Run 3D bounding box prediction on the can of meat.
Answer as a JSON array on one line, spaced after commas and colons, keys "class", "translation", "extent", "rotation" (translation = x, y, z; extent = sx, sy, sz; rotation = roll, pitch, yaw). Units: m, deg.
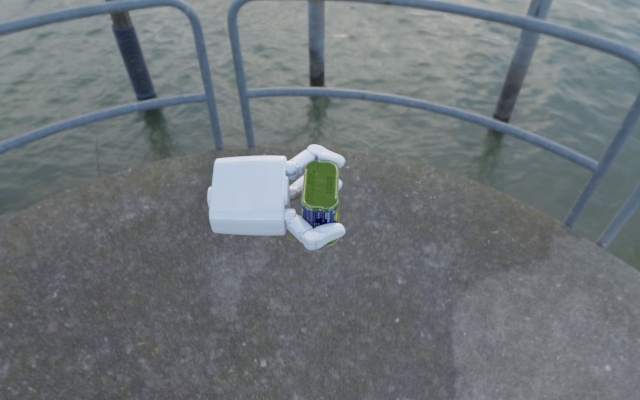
[{"class": "can of meat", "translation": [0.000, 0.002, 0.707], "extent": [0.057, 0.102, 0.084], "rotation": [2, -41, 2]}]
